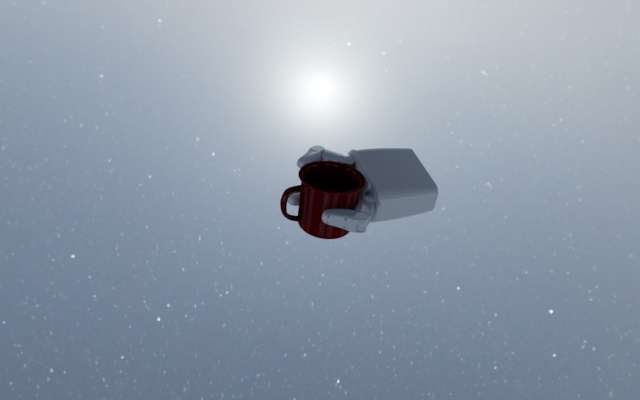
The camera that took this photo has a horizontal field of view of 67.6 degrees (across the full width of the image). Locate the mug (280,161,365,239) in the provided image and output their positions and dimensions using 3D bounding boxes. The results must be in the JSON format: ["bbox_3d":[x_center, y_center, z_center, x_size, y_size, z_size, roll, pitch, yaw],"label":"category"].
[{"bbox_3d":[-0.001,0.003,0.671,0.117,0.081,0.093,-7,34,-24],"label":"mug"}]
